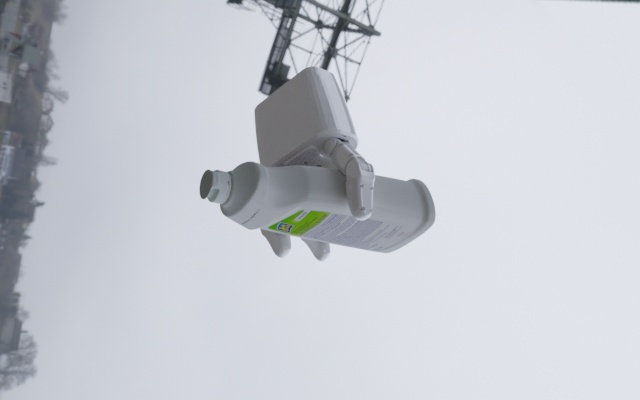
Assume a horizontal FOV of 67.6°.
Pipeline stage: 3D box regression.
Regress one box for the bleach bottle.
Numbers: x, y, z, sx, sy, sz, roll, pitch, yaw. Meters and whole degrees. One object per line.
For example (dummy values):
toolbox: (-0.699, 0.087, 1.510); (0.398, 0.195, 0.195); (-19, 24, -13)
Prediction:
bleach bottle: (0.000, 0.002, 0.503); (0.251, 0.068, 0.103); (12, -39, -35)
